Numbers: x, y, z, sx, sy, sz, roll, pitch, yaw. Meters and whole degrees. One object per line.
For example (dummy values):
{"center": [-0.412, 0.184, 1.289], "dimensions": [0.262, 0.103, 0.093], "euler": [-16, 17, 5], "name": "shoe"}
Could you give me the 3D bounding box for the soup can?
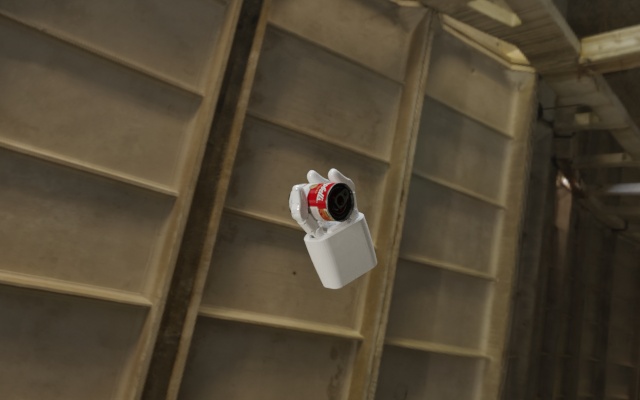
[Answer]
{"center": [0.000, 0.002, 0.847], "dimensions": [0.068, 0.068, 0.102], "euler": [0, 0, -44], "name": "soup can"}
